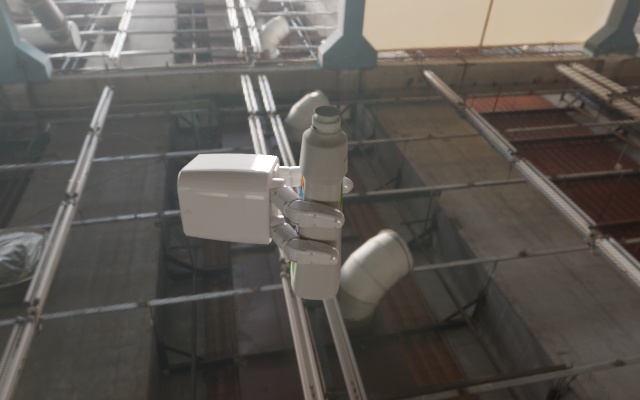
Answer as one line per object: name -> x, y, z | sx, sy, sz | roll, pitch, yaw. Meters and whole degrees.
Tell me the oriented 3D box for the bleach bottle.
bleach bottle -> 0.000, 0.002, 0.583 | 0.068, 0.251, 0.102 | 3, 36, -2
